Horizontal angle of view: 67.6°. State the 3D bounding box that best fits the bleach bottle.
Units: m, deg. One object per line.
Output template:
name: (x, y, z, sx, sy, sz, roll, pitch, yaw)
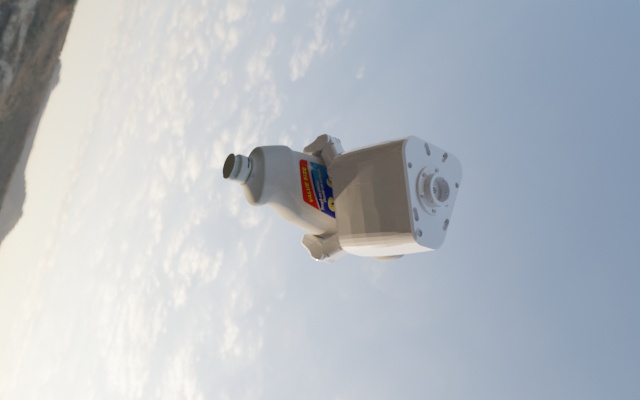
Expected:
bleach bottle: (0.000, 0.002, 0.574, 0.251, 0.102, 0.068, 17, -18, -35)
